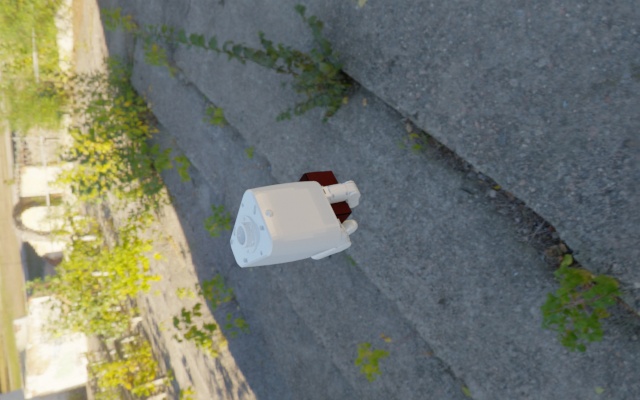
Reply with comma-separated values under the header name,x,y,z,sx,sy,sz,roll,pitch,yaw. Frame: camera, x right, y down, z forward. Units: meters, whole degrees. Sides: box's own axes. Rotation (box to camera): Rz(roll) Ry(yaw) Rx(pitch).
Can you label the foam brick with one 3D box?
name,x,y,z,sx,sy,sz,roll,pitch,yaw
foam brick,0.000,0.002,0.700,0.051,0.078,0.053,-7,-30,-34
